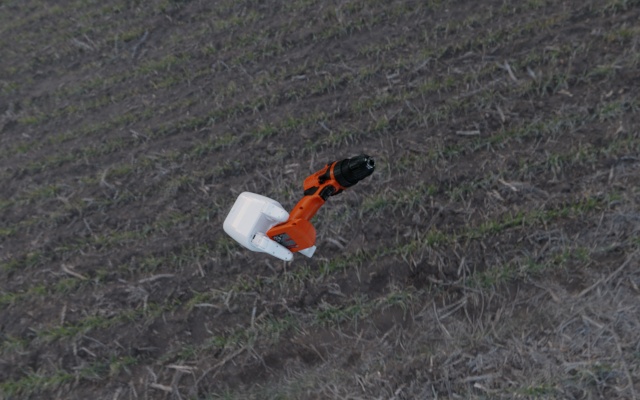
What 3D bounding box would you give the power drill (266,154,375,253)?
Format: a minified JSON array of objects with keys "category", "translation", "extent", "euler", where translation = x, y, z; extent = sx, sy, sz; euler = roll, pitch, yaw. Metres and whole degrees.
[{"category":"power drill","translation":[0.000,0.003,0.835],"extent":[0.184,0.057,0.187],"euler":[-23,24,53]}]
